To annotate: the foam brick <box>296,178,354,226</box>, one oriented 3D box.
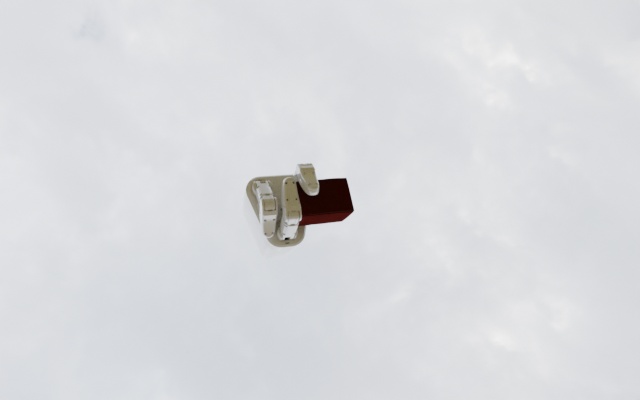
[{"bbox_3d":[0.000,0.002,0.684,0.078,0.053,0.051,-5,-18,-17],"label":"foam brick"}]
